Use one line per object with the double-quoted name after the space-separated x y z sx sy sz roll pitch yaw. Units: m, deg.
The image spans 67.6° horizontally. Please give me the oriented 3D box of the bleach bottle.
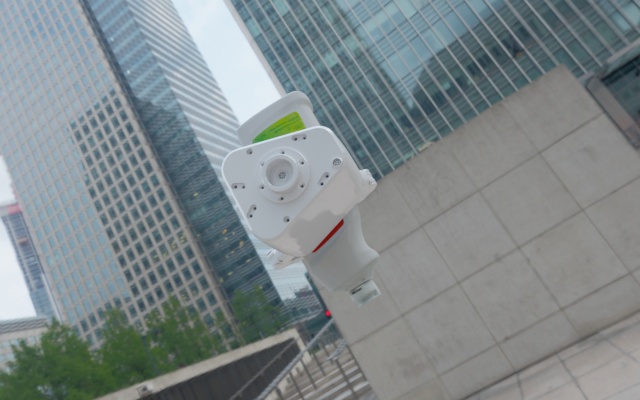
0.000 0.002 0.553 0.102 0.250 0.068 -32 -16 4 "bleach bottle"
